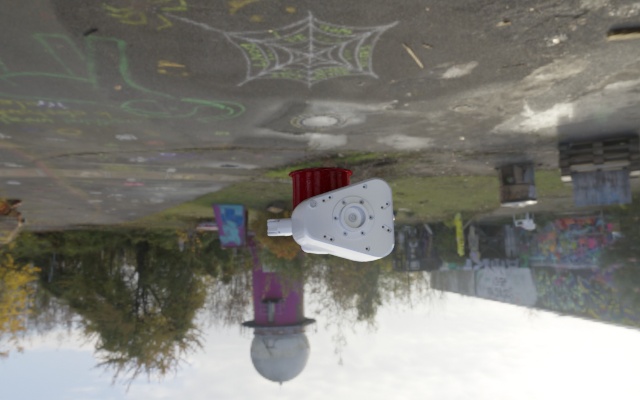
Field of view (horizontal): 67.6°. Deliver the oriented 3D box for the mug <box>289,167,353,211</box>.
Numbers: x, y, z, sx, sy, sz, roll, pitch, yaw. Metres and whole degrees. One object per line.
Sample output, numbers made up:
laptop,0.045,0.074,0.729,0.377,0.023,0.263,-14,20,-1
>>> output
mug,0.000,0.003,0.697,0.093,0.081,0.117,-1,-7,-7
